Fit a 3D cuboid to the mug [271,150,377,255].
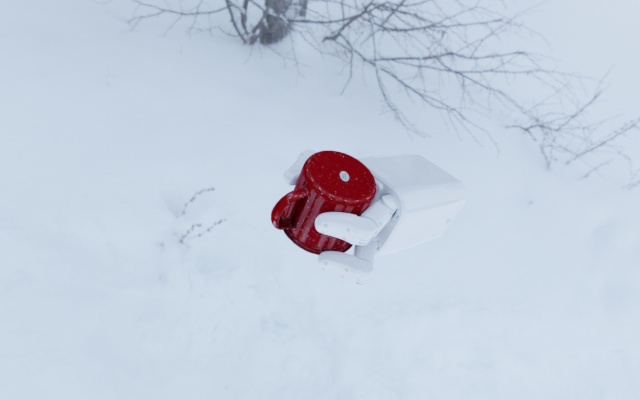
[{"bbox_3d":[-0.001,0.002,0.514,0.117,0.093,0.081,-10,-38,-32],"label":"mug"}]
